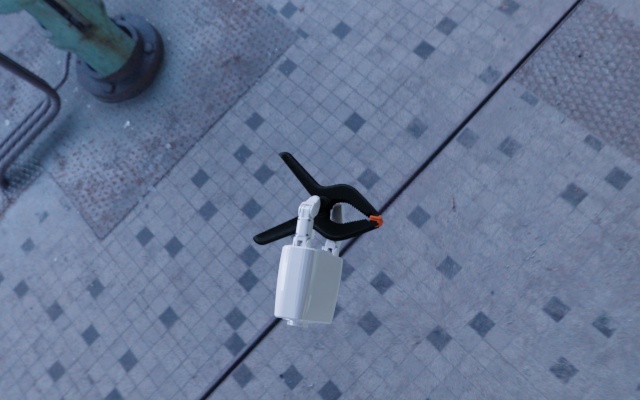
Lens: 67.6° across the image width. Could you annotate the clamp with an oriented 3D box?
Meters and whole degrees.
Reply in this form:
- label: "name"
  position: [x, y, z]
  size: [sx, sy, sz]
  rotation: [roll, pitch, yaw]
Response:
- label: "clamp"
  position: [0.000, 0.003, 0.784]
  size: [0.210, 0.164, 0.036]
  rotation: [5, -13, 15]
